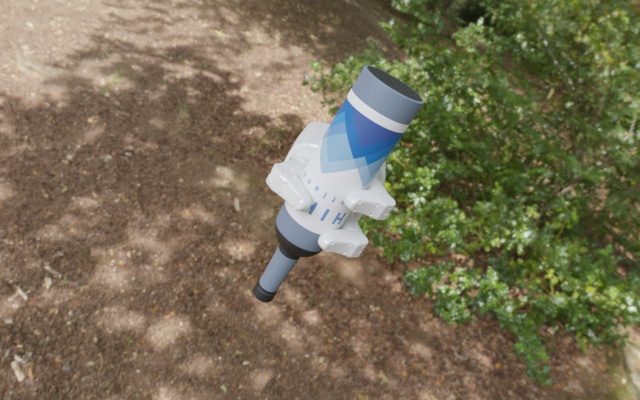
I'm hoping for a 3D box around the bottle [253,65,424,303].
[{"bbox_3d":[0.000,0.002,0.516,0.069,0.296,0.069,25,26,-14],"label":"bottle"}]
